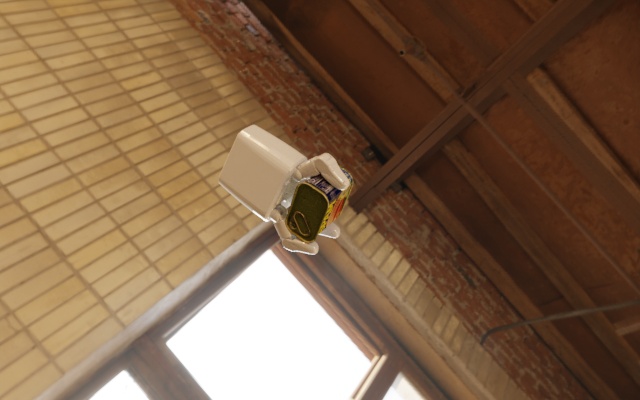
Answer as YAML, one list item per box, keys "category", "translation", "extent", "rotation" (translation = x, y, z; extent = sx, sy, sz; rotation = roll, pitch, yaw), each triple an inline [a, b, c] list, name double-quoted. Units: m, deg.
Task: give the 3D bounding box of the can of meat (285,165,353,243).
- category: "can of meat"
  translation: [0.000, 0.002, 0.729]
  extent: [0.057, 0.102, 0.084]
  rotation: [34, 41, 15]
